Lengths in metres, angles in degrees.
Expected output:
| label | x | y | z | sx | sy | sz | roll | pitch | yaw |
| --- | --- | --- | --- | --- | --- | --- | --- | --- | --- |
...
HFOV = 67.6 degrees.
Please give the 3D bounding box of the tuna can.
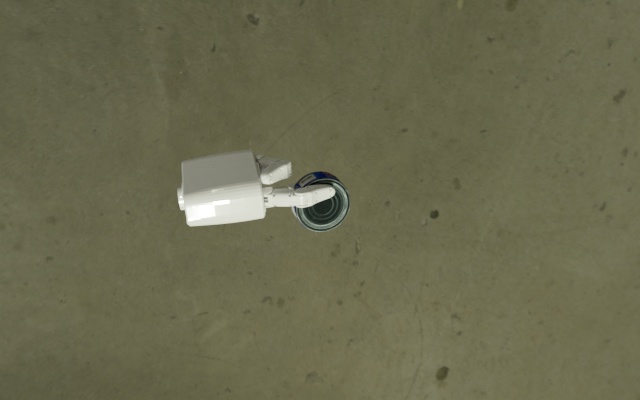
| label | x | y | z | sx | sy | sz | roll | pitch | yaw |
| --- | --- | --- | --- | --- | --- | --- | --- | --- | --- |
| tuna can | 0.000 | 0.002 | 0.705 | 0.086 | 0.086 | 0.033 | 0 | 19 | -17 |
